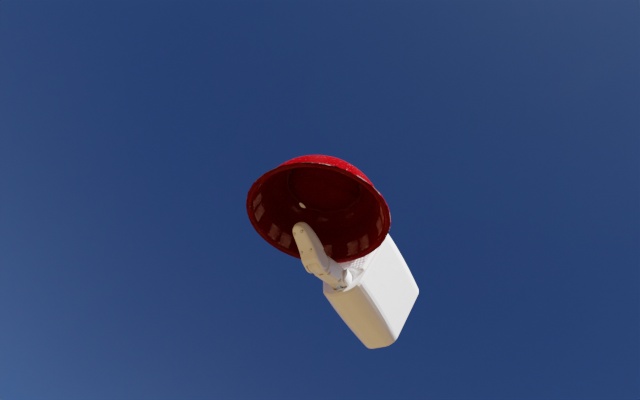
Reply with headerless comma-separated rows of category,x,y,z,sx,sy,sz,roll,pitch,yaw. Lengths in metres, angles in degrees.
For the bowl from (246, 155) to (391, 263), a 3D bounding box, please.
bowl,0.000,0.001,0.545,0.162,0.055,0.162,6,-44,6
